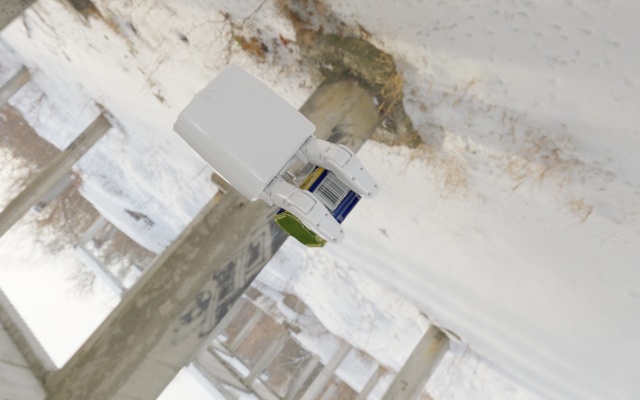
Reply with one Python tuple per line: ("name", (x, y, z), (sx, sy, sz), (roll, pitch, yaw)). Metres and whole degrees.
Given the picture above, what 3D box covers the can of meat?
("can of meat", (0.000, 0.002, 0.503), (0.057, 0.084, 0.102), (41, -14, -7))
